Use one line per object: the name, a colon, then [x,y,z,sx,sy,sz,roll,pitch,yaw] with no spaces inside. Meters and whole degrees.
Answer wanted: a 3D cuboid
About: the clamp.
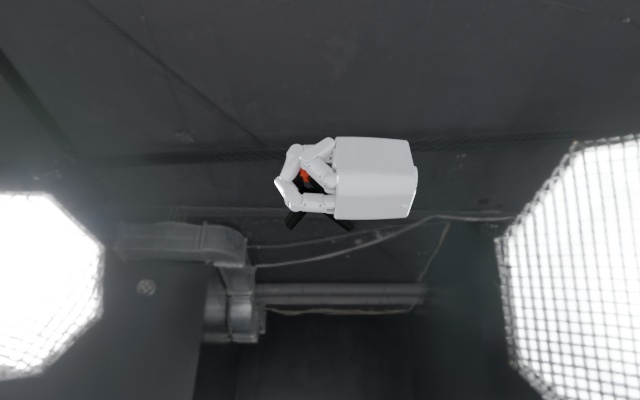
clamp: [0.000,0.002,0.753,0.120,0.039,0.172,1,-31,0]
